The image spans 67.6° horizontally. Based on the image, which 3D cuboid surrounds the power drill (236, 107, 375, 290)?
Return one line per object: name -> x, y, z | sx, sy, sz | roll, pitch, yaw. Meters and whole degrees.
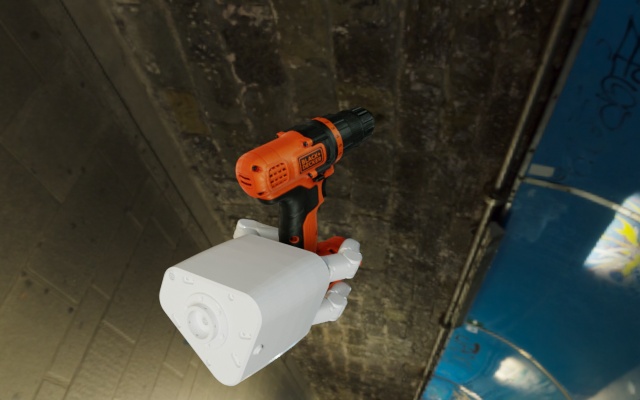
power drill -> 0.000, 0.002, 0.534 | 0.184, 0.188, 0.057 | -29, 33, -34
